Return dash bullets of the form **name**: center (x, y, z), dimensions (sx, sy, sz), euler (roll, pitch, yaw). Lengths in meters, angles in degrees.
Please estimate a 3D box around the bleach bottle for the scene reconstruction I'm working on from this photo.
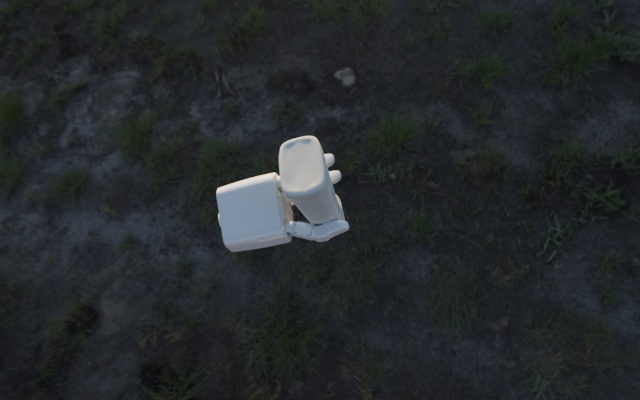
- **bleach bottle**: center (0.000, 0.002, 0.783), dimensions (0.068, 0.102, 0.251), euler (-13, -29, 8)
